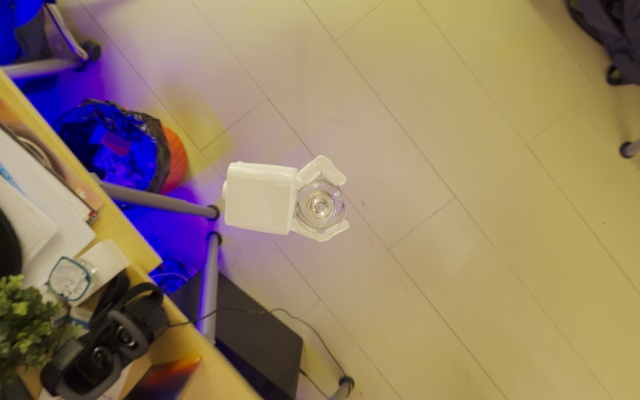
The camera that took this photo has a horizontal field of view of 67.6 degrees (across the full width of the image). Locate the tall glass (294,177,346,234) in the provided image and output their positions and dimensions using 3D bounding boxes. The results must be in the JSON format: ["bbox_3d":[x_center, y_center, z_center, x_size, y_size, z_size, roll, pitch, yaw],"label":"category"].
[{"bbox_3d":[0.000,0.003,0.780,0.079,0.079,0.201,0,5,1],"label":"tall glass"}]
